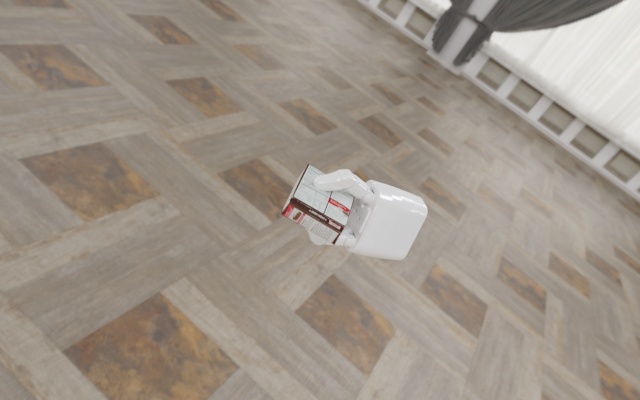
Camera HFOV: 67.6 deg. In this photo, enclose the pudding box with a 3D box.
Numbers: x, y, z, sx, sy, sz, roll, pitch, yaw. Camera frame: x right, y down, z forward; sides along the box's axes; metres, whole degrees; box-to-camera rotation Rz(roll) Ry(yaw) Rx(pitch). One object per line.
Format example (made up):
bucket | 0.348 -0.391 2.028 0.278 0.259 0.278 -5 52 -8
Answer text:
pudding box | 0.000 0.002 0.706 0.090 0.039 0.113 30 30 -5
